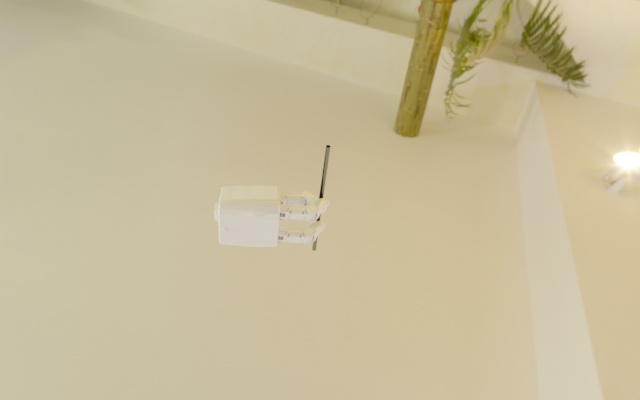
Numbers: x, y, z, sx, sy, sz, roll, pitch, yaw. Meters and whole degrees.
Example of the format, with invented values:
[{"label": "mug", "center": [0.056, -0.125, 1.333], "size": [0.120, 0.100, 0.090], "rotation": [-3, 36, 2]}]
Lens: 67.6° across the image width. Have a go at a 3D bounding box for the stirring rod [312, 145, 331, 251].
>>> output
[{"label": "stirring rod", "center": [0.000, 0.003, 0.885], "size": [0.011, 0.240, 0.011], "rotation": [5, 37, -4]}]
